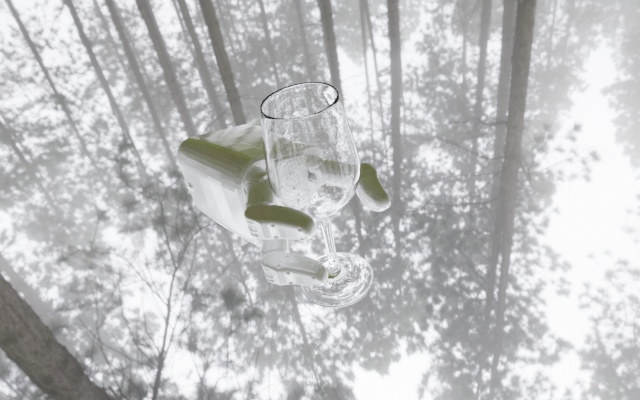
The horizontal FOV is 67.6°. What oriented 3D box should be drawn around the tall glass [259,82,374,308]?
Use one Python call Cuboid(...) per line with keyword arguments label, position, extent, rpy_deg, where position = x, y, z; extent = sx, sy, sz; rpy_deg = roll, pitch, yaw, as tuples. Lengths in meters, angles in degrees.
Cuboid(label="tall glass", position=(0.000, 0.002, 0.421), extent=(0.079, 0.201, 0.079), rpy_deg=(-7, 38, 6))
